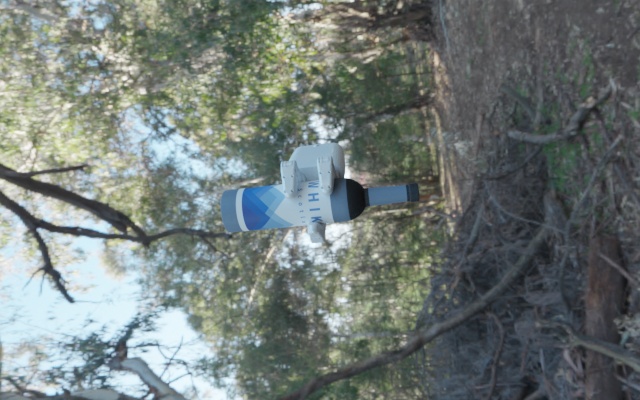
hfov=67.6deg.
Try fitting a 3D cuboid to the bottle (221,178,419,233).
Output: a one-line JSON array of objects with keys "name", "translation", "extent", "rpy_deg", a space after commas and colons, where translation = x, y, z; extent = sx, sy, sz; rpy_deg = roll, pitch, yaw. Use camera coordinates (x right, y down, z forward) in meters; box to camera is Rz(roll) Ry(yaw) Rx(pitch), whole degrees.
[{"name": "bottle", "translation": [0.000, 0.002, 0.728], "extent": [0.296, 0.069, 0.069], "rpy_deg": [-6, -1, 8]}]
